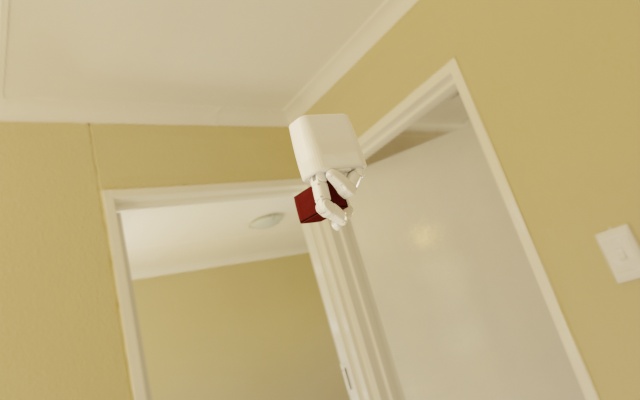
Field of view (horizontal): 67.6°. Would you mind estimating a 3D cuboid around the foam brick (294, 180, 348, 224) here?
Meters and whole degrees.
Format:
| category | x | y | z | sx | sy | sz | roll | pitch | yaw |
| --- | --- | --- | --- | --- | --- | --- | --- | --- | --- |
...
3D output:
| category | x | y | z | sx | sy | sz | roll | pitch | yaw |
| --- | --- | --- | --- | --- | --- | --- | --- | --- | --- |
| foam brick | 0.000 | 0.003 | 0.844 | 0.053 | 0.051 | 0.078 | -2 | -21 | -46 |
